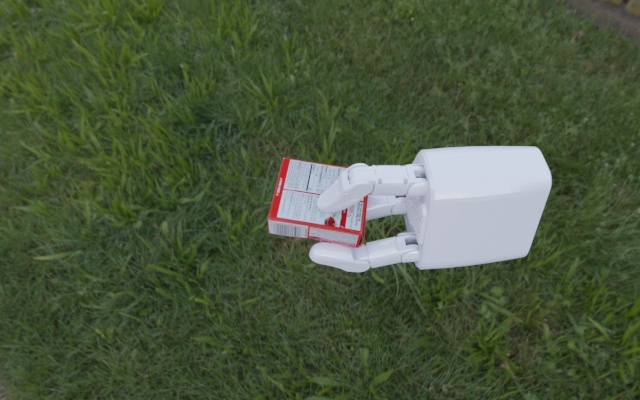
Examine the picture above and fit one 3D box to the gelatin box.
[{"bbox_3d":[0.000,0.001,0.455,0.089,0.073,0.030,9,-34,1],"label":"gelatin box"}]
